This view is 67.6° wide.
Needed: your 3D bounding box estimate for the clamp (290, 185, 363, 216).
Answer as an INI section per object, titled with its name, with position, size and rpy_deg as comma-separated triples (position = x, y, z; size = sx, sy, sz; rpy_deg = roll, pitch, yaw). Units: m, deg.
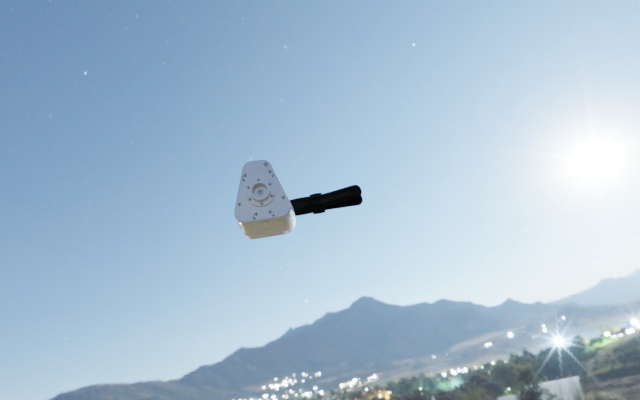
[clamp]
position = 0.000, 0.002, 0.877
size = 0.171, 0.039, 0.120
rpy_deg = -12, -14, -5
